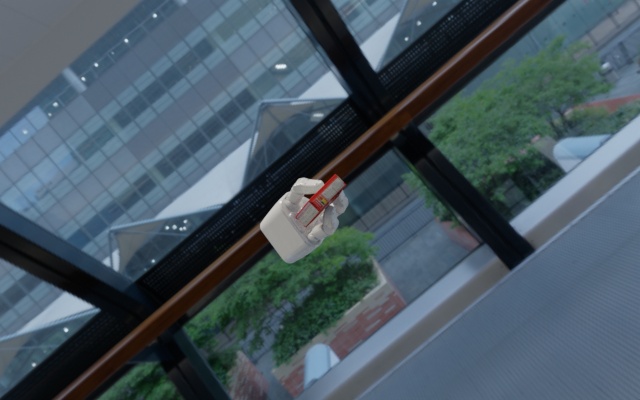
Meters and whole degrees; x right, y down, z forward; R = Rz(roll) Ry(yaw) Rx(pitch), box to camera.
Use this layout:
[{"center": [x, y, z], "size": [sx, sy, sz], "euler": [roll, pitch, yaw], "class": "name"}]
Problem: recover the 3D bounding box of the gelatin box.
[{"center": [0.000, 0.002, 0.825], "size": [0.073, 0.030, 0.089], "euler": [-44, -3, -28], "class": "gelatin box"}]
